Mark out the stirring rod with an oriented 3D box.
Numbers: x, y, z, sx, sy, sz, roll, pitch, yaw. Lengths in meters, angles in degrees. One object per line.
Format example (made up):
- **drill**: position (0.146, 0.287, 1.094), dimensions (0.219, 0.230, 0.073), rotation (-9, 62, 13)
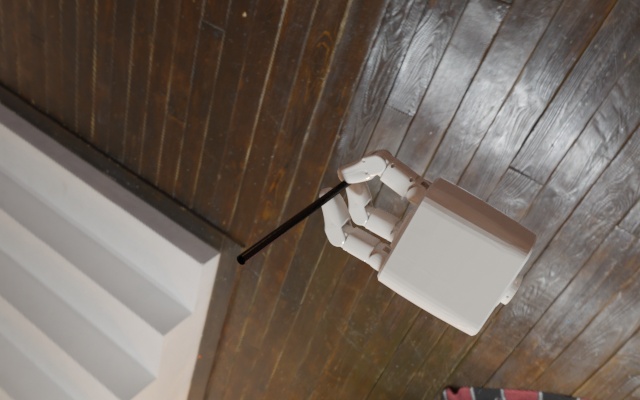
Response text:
- **stirring rod**: position (0.000, 0.001, 0.453), dimensions (0.011, 0.011, 0.239), rotation (0, 21, 32)
